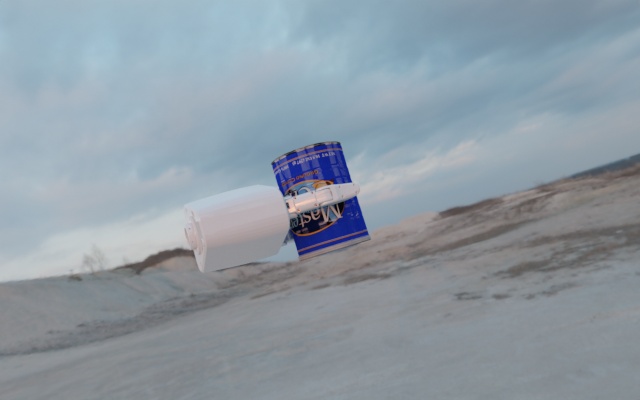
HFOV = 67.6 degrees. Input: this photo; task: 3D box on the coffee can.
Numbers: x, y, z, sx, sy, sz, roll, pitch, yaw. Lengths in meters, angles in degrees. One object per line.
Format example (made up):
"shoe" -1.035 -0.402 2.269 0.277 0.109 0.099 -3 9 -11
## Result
"coffee can" 0.000 0.002 0.659 0.103 0.140 0.103 -17 -6 -2
